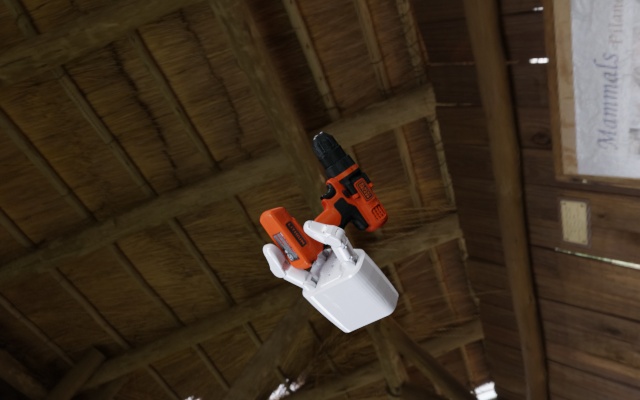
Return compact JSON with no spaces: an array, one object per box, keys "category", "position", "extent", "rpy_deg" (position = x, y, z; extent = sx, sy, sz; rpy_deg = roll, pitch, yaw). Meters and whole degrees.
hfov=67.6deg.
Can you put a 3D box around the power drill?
[{"category":"power drill","position":[0.000,0.003,0.750],"extent":[0.187,0.184,0.057],"rpy_deg":[-36,1,-28]}]
